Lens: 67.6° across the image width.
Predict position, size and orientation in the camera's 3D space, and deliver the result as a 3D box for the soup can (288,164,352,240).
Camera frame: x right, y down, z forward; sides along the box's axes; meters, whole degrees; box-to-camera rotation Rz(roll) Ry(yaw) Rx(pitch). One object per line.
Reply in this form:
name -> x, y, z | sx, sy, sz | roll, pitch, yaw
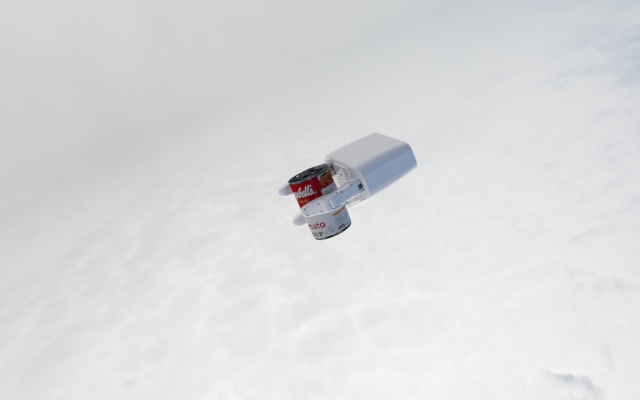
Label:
soup can -> 0.000, 0.003, 0.749 | 0.068, 0.102, 0.068 | -22, 15, 6
